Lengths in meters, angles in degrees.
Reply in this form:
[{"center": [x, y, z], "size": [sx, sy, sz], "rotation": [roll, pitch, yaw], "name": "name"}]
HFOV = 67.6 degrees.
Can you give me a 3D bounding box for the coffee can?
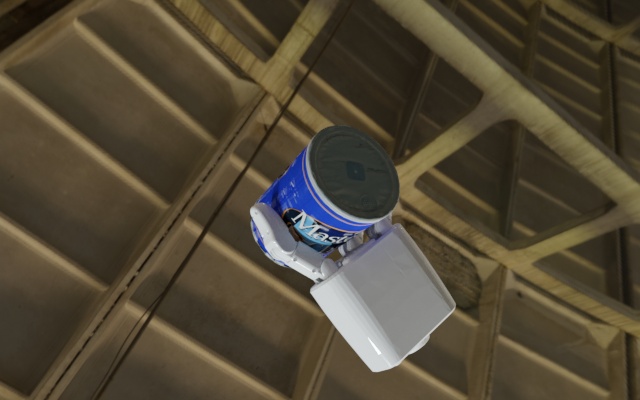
[{"center": [0.000, 0.001, 0.502], "size": [0.103, 0.102, 0.140], "rotation": [0, -25, -33], "name": "coffee can"}]
